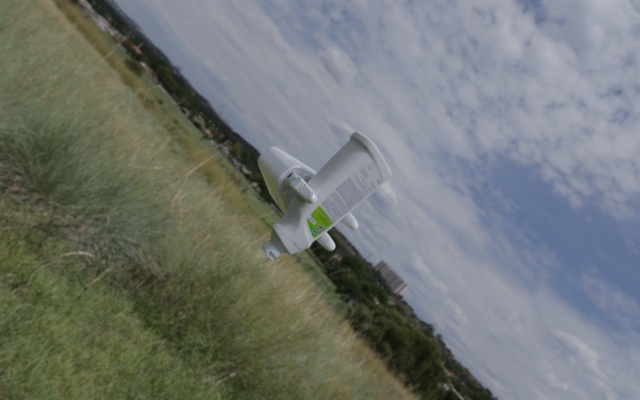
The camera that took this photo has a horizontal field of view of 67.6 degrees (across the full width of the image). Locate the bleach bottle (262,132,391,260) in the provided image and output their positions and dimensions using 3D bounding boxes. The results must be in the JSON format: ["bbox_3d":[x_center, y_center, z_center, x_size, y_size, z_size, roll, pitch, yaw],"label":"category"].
[{"bbox_3d":[0.000,0.003,0.808,0.068,0.251,0.103,44,-6,49],"label":"bleach bottle"}]
